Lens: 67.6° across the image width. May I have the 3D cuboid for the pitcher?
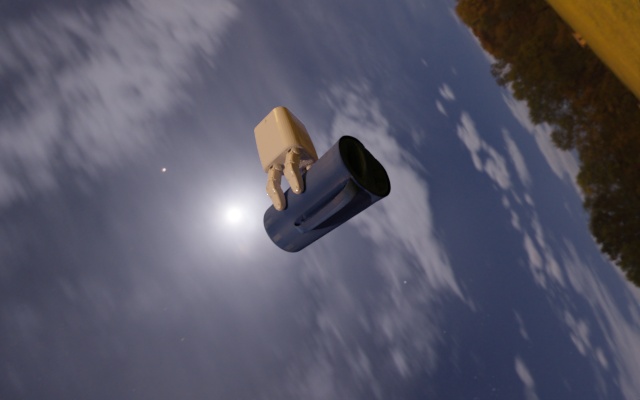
[{"bbox_3d":[0.000,0.003,0.896,0.243,0.145,0.149,-39,-32,31],"label":"pitcher"}]
